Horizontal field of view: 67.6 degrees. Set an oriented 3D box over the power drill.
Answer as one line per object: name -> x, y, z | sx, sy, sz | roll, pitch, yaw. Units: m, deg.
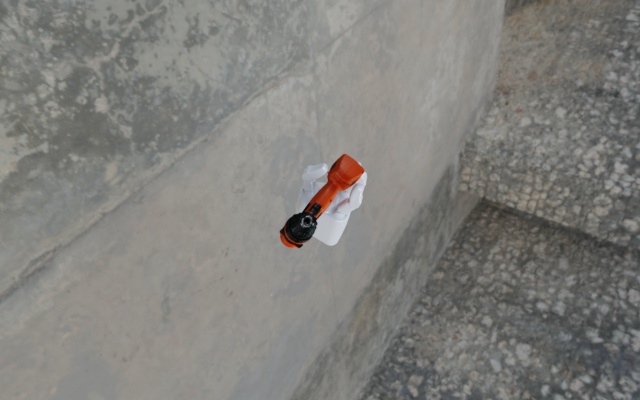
power drill -> 0.000, 0.003, 0.871 | 0.057, 0.187, 0.184 | 42, -18, -3
